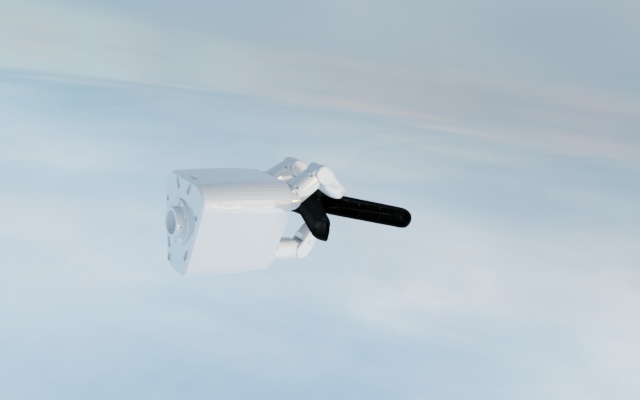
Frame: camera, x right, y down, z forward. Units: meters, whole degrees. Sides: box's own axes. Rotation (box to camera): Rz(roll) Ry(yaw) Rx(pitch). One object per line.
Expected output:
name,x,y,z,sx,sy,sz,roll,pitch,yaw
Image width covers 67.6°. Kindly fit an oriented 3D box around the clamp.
clamp,-0.001,0.003,0.611,0.164,0.036,0.210,0,17,-40
